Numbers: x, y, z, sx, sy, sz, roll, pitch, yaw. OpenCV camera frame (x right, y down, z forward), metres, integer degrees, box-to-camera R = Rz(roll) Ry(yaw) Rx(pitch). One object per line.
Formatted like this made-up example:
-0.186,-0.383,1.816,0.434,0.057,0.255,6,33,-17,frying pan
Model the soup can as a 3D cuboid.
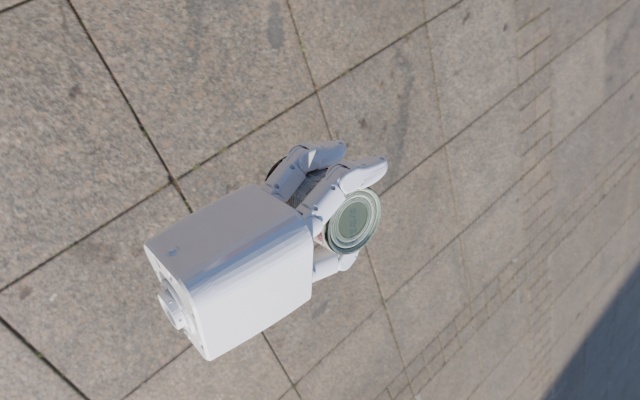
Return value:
0.001,0.002,0.460,0.068,0.068,0.102,0,20,-41,soup can
